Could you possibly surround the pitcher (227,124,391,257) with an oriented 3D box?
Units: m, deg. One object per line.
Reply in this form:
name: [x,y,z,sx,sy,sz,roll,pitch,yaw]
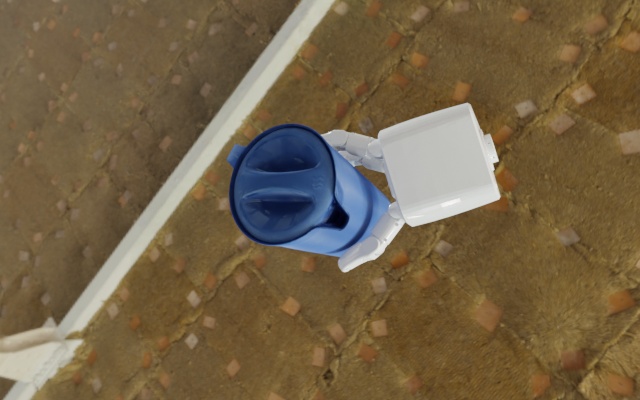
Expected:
pitcher: [0.000,0.002,0.606,0.145,0.149,0.243,-20,-21,21]
